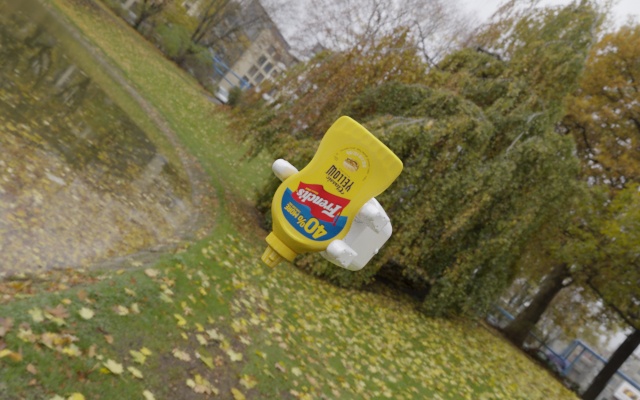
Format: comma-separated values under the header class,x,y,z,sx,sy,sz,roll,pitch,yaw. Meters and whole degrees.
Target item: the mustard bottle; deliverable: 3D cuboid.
class,x,y,z,sx,sy,sz,roll,pitch,yaw
mustard bottle,0.000,0.002,0.558,0.096,0.191,0.058,41,0,2
